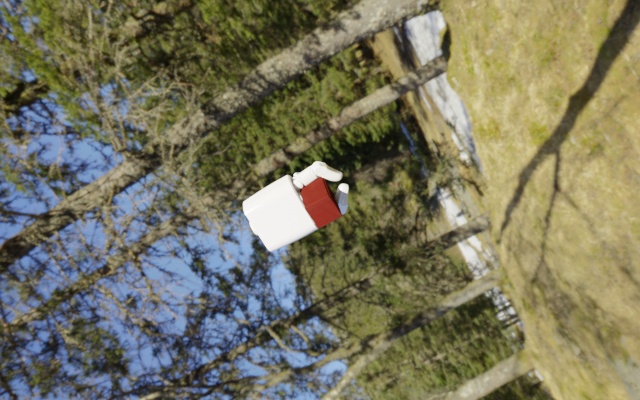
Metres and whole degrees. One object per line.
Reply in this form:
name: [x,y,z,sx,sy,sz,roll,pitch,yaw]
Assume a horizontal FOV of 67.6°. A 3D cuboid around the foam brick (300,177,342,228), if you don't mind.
foam brick: [0.000,0.003,0.878,0.051,0.053,0.078,-28,32,6]
